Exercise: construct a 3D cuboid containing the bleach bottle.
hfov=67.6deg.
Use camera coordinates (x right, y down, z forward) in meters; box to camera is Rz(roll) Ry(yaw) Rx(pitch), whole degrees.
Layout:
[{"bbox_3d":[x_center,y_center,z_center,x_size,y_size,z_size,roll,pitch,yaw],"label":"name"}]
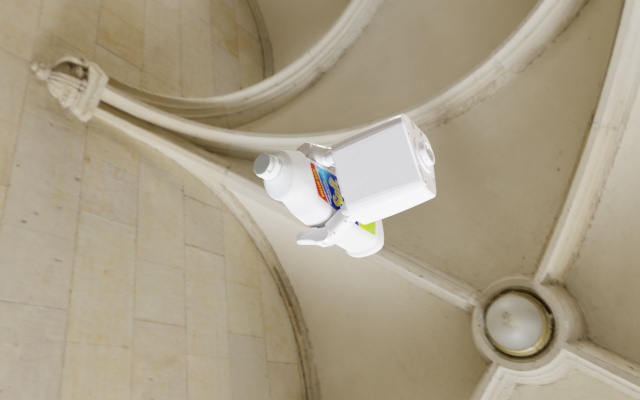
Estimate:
[{"bbox_3d":[0.000,0.002,0.673,0.068,0.102,0.251,-20,-29,29],"label":"bleach bottle"}]
